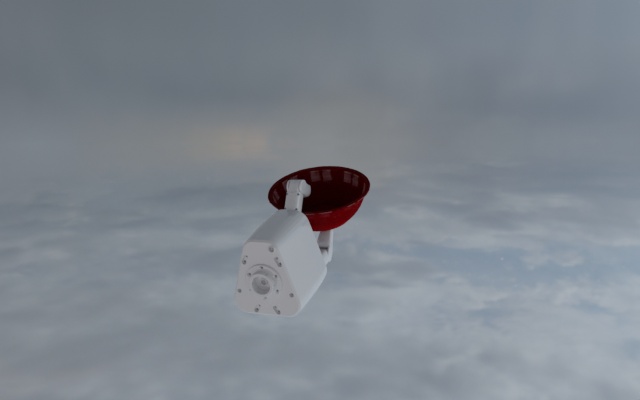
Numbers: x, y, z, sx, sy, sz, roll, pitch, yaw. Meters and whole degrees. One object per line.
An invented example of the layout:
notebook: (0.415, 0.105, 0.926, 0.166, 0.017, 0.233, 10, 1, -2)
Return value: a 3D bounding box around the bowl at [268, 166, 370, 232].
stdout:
bowl: (0.001, 0.002, 0.763, 0.162, 0.055, 0.162, -6, 29, 3)
